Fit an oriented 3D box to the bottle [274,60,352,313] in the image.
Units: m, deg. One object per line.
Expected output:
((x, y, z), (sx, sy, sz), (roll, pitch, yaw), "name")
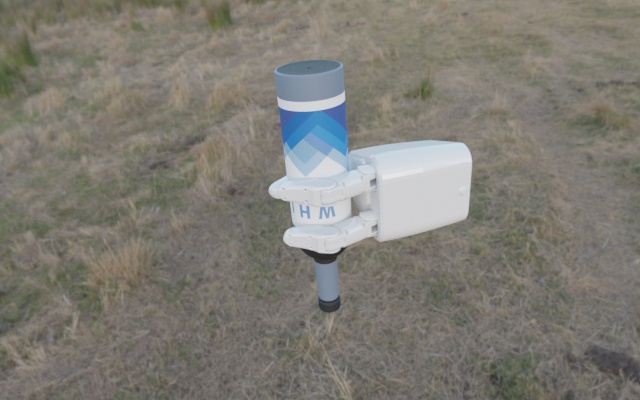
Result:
((0.000, 0.002, 0.527), (0.069, 0.296, 0.069), (-4, 28, 2), "bottle")
